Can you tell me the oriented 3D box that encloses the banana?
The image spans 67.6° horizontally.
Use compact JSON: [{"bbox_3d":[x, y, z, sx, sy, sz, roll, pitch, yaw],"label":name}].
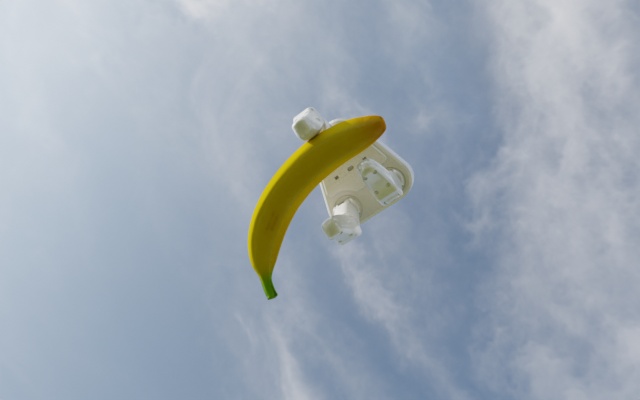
[{"bbox_3d":[-0.017,-0.006,0.448,0.069,0.198,0.037,34,11,12],"label":"banana"}]
